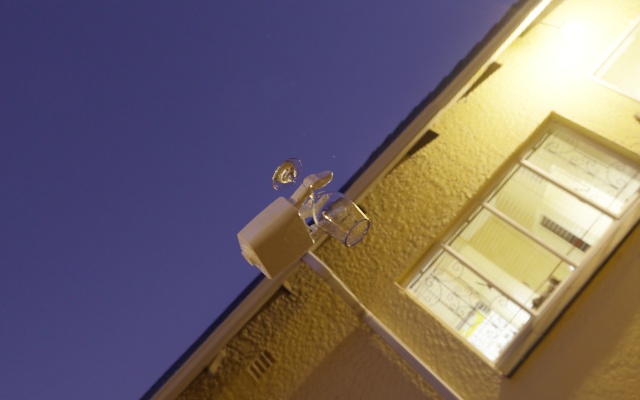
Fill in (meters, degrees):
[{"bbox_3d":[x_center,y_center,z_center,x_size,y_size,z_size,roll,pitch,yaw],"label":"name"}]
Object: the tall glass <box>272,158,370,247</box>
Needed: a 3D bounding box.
[{"bbox_3d":[0.000,0.002,0.896,0.201,0.079,0.079,39,22,29],"label":"tall glass"}]
